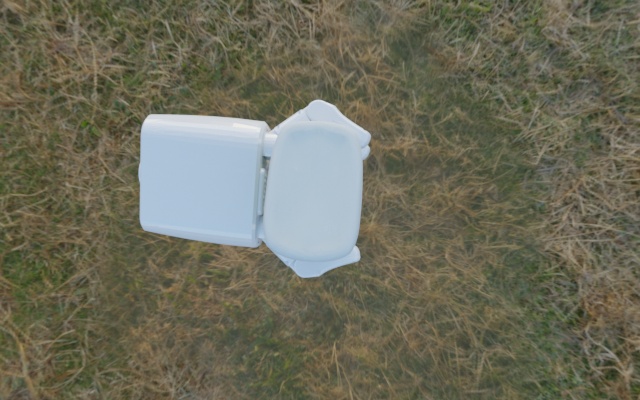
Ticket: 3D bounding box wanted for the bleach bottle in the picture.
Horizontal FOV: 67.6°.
[{"bbox_3d":[0.000,0.001,0.451,0.068,0.102,0.251,5,-5,3],"label":"bleach bottle"}]
